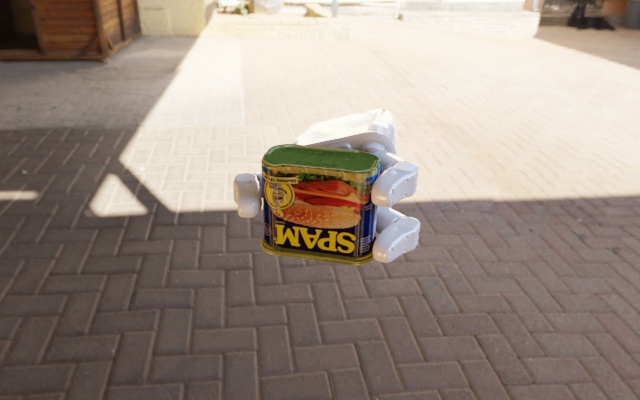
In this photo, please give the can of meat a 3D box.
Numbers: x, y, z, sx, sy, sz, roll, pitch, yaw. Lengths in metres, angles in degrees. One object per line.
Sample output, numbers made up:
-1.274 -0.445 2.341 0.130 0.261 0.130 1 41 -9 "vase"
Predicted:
0.000 0.001 0.409 0.102 0.084 0.057 6 26 11 "can of meat"
